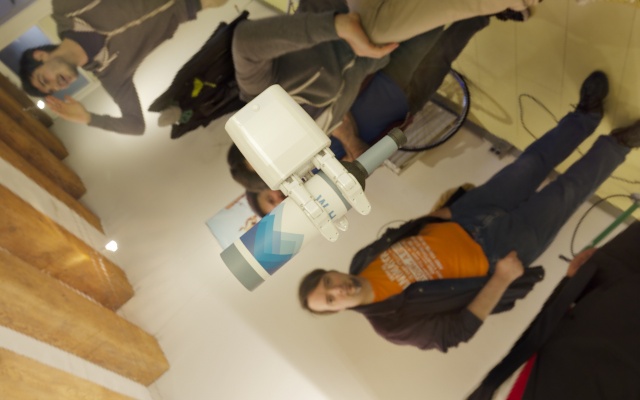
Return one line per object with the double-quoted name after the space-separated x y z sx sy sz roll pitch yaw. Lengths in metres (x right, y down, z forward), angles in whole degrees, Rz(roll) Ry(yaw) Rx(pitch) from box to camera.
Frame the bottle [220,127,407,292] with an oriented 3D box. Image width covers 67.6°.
0.000 0.002 0.647 0.295 0.069 0.069 -40 6 -7 "bottle"
